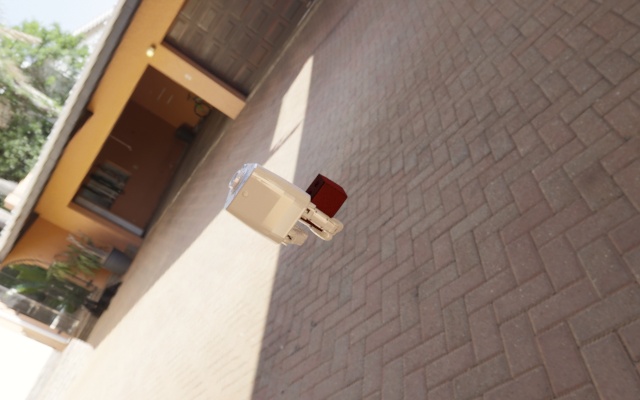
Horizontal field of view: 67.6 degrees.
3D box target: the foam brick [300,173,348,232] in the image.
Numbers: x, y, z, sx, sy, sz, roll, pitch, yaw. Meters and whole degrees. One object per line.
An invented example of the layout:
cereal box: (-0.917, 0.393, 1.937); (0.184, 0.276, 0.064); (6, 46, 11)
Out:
foam brick: (0.000, 0.002, 0.810); (0.051, 0.078, 0.053); (34, 10, -18)
